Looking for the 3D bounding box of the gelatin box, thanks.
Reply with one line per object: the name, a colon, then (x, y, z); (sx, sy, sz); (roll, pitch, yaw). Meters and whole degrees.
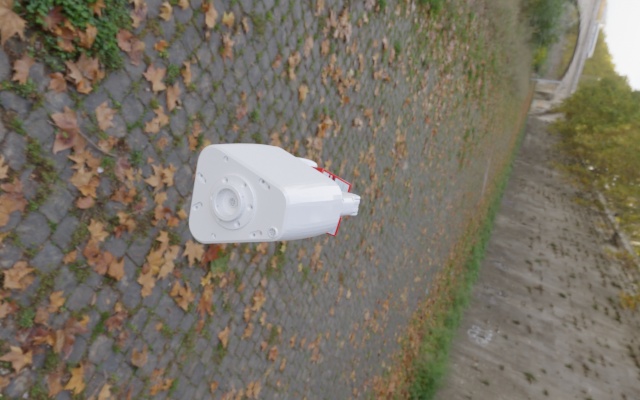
gelatin box: (0.001, 0.002, 0.599); (0.030, 0.073, 0.089); (14, -4, 29)
